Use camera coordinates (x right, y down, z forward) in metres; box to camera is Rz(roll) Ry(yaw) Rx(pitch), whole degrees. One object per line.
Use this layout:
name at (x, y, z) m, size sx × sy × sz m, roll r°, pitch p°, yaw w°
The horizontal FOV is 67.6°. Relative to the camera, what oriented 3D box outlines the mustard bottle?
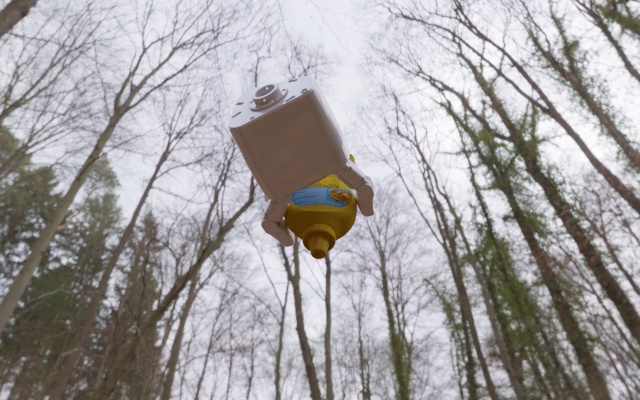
mustard bottle at (0.000, 0.002, 0.634) m, size 0.096 × 0.058 × 0.191 m, roll 3°, pitch 40°, yaw 0°
